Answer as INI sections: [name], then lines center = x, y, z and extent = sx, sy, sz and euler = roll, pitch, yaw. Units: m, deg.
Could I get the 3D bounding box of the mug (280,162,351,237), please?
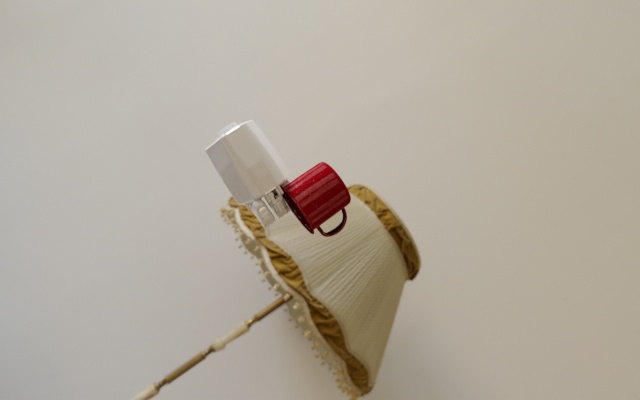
[mug]
center = 0.001, 0.004, 0.756
extent = 0.081, 0.117, 0.093
euler = -35, 13, -10
